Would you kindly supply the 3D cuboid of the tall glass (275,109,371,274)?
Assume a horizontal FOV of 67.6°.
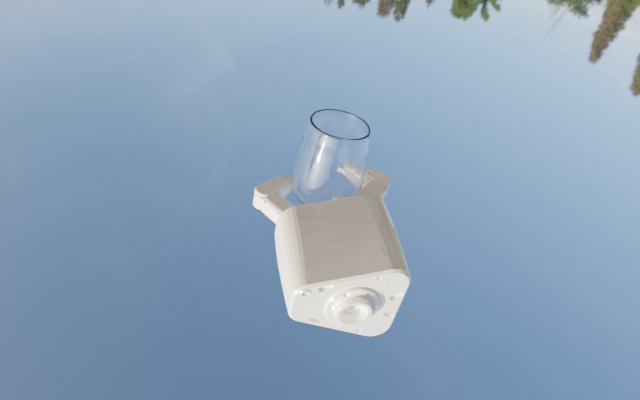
[{"bbox_3d":[0.000,0.002,0.533,0.079,0.201,0.079,9,36,-7],"label":"tall glass"}]
